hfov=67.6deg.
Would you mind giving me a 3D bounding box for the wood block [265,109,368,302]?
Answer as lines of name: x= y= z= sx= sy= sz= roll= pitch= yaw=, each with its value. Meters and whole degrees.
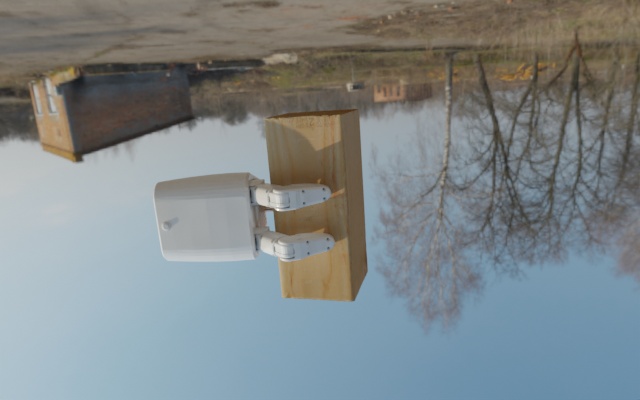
wood block: x=0.000 y=0.002 z=0.558 sx=0.090 sy=0.206 sz=0.090 roll=0 pitch=14 yaw=15
